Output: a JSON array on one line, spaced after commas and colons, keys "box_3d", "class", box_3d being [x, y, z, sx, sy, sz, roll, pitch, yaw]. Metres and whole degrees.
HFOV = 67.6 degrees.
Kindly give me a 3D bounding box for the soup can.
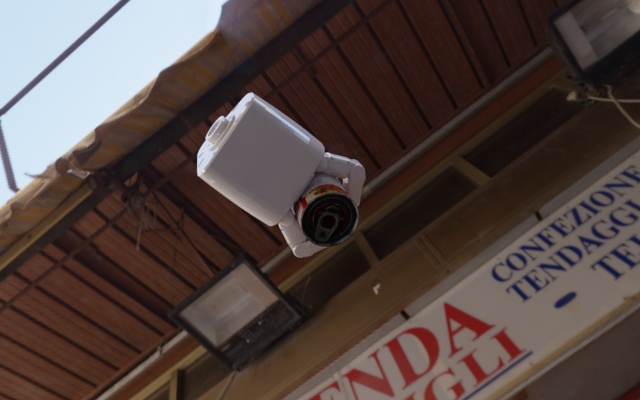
[{"box_3d": [0.000, 0.002, 0.578, 0.068, 0.068, 0.102, 0, 24, -14], "class": "soup can"}]
